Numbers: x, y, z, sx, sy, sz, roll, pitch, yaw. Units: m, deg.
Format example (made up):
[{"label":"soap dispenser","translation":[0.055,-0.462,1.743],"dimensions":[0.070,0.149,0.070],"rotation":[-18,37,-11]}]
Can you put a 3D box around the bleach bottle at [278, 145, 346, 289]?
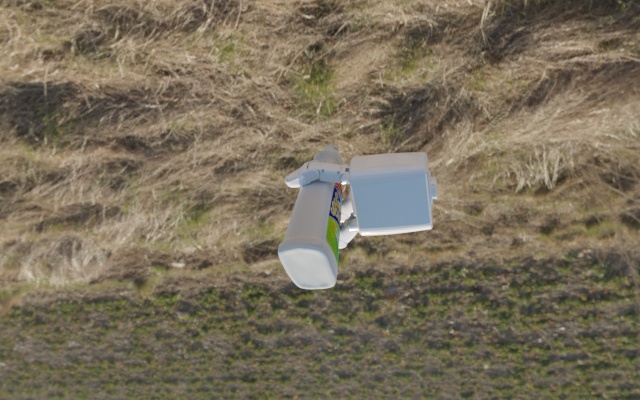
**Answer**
[{"label":"bleach bottle","translation":[0.000,0.002,0.715],"dimensions":[0.068,0.250,0.103],"rotation":[-5,-45,16]}]
